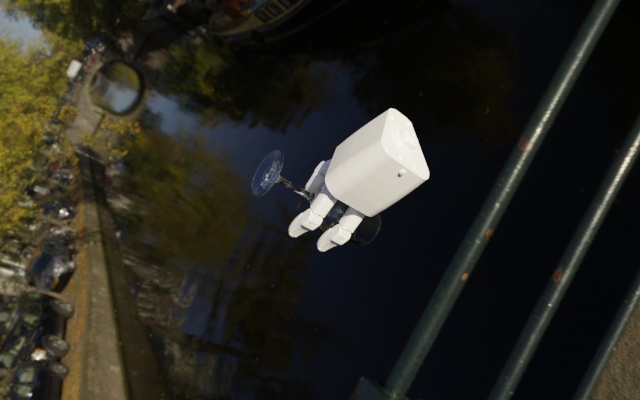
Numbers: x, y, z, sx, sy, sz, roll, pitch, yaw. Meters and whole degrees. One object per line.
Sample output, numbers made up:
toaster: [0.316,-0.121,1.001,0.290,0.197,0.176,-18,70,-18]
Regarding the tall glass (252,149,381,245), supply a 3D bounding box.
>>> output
tall glass: [-0.001,0.002,0.721,0.201,0.079,0.079,29,-16,-30]
